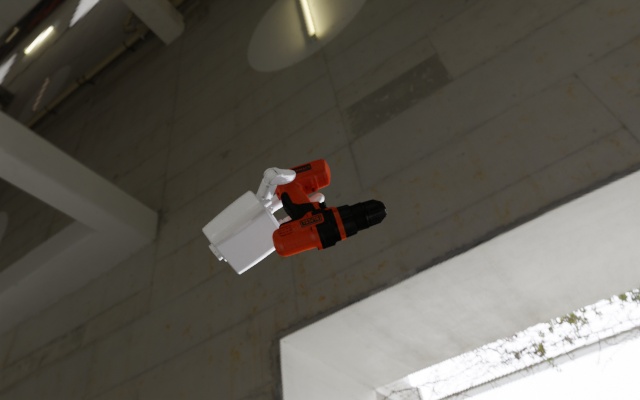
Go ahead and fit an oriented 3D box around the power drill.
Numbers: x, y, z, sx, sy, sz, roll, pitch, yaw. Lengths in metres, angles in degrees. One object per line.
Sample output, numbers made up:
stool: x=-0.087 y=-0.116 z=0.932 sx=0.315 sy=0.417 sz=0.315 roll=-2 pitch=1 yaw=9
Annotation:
power drill: x=0.000 y=0.002 z=0.797 sx=0.184 sy=0.057 sz=0.187 roll=-17 pitch=35 yaw=-3
